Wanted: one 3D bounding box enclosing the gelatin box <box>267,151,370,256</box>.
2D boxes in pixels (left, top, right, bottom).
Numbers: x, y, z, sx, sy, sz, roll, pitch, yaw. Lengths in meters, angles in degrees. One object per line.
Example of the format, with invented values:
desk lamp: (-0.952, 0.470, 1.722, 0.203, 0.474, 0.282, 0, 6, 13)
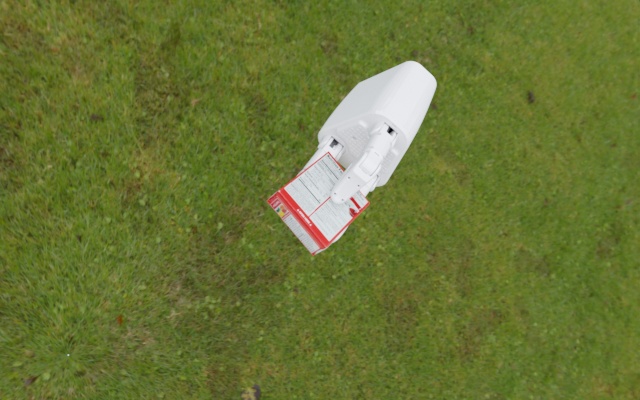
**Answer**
gelatin box: (0.000, 0.002, 0.495, 0.089, 0.073, 0.030, -42, 4, -40)
